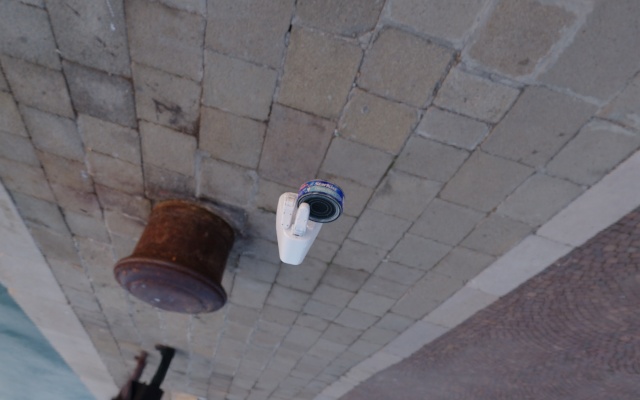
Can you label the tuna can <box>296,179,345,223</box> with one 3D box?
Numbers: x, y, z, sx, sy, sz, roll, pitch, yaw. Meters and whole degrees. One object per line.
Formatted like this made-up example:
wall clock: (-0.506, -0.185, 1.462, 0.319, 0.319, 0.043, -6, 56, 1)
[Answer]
tuna can: (0.000, 0.003, 0.863, 0.086, 0.033, 0.086, 7, -40, 6)
